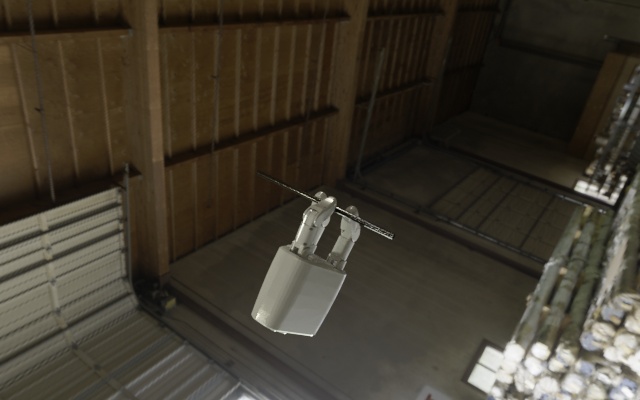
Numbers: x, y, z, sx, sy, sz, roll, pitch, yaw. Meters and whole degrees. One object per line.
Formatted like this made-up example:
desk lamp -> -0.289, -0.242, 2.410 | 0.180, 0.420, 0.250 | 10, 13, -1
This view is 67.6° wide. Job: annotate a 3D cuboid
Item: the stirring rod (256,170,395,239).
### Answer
stirring rod -> 0.000, 0.002, 0.691 | 0.239, 0.011, 0.011 | 25, 12, 26
